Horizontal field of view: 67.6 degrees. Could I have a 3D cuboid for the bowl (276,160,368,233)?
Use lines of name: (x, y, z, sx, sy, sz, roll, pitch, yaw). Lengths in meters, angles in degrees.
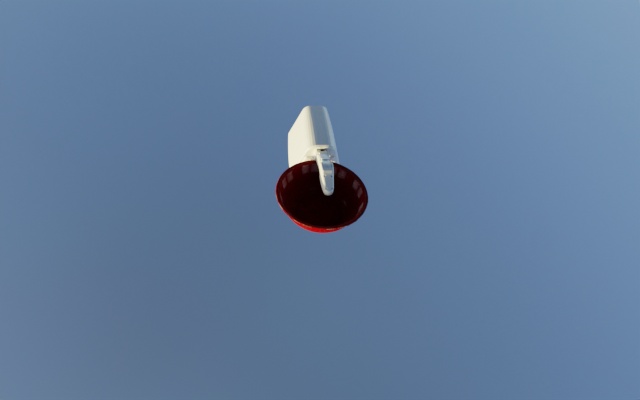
bowl: (0.000, 0.004, 0.844, 0.162, 0.162, 0.055, 0, -41, -10)
